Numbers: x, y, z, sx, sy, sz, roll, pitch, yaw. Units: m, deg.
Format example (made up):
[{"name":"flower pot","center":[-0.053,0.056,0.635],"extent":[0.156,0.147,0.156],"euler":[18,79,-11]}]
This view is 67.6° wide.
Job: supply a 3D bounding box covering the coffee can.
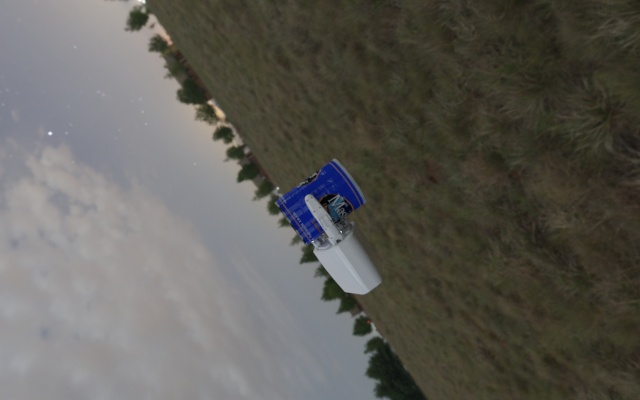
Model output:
[{"name":"coffee can","center":[0.000,0.003,0.895],"extent":[0.140,0.103,0.103],"euler":[-36,2,-3]}]
